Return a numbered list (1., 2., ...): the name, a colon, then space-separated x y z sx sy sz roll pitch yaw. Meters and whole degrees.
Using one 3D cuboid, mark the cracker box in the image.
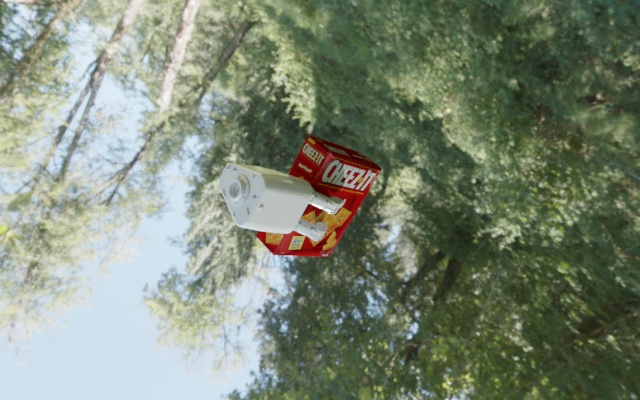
1. cracker box: 0.000 0.003 0.891 0.164 0.214 0.072 10 25 -50
